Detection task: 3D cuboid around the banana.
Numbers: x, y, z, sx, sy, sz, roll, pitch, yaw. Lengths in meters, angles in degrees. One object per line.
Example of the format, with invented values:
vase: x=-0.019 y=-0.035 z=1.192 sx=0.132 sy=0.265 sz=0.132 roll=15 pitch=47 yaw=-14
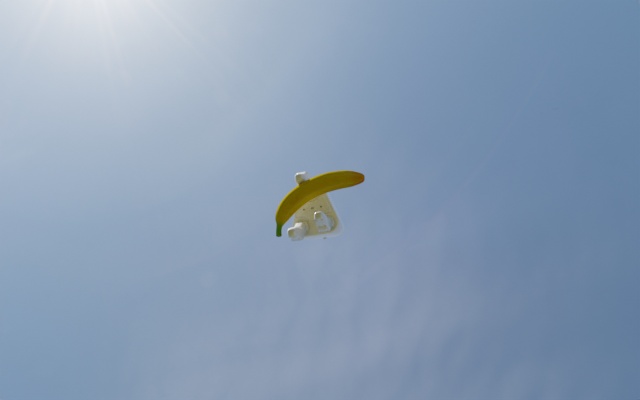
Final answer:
banana: x=-0.012 y=-0.010 z=0.901 sx=0.198 sy=0.069 sz=0.037 roll=-35 pitch=-19 yaw=3
